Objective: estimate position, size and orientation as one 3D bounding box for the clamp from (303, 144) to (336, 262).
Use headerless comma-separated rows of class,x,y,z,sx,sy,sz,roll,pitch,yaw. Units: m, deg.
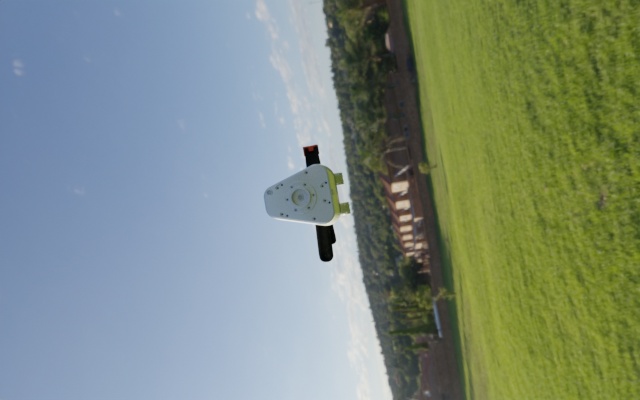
clamp,-0.001,0.003,0.894,0.036,0.210,0.164,-10,-1,4
